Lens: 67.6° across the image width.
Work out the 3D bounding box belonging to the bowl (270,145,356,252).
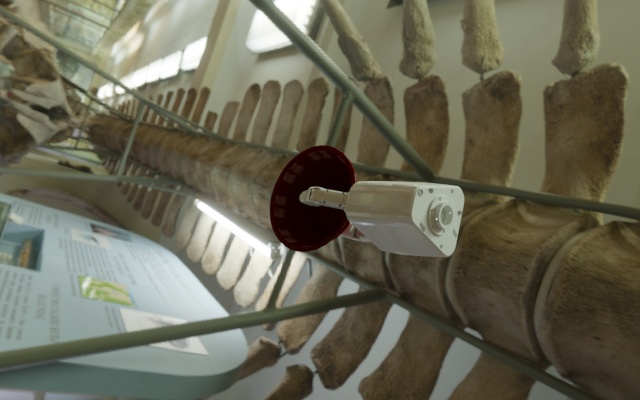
[{"bbox_3d":[-0.001,0.002,0.714,0.162,0.162,0.055,0,-16,39],"label":"bowl"}]
